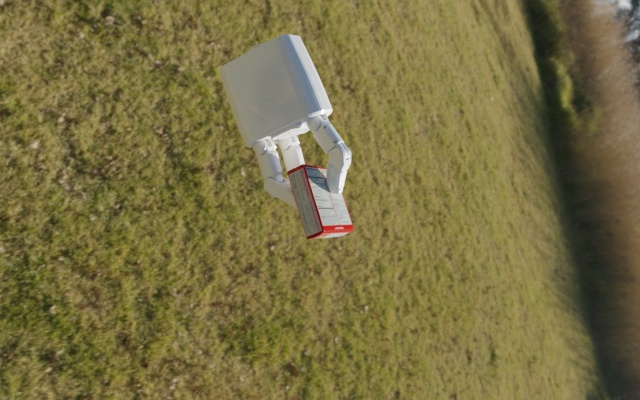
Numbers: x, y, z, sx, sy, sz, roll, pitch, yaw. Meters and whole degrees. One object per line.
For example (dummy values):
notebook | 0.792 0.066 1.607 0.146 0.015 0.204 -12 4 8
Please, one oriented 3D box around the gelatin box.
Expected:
gelatin box | 0.001 0.002 0.596 0.030 0.089 0.073 -25 -14 30
